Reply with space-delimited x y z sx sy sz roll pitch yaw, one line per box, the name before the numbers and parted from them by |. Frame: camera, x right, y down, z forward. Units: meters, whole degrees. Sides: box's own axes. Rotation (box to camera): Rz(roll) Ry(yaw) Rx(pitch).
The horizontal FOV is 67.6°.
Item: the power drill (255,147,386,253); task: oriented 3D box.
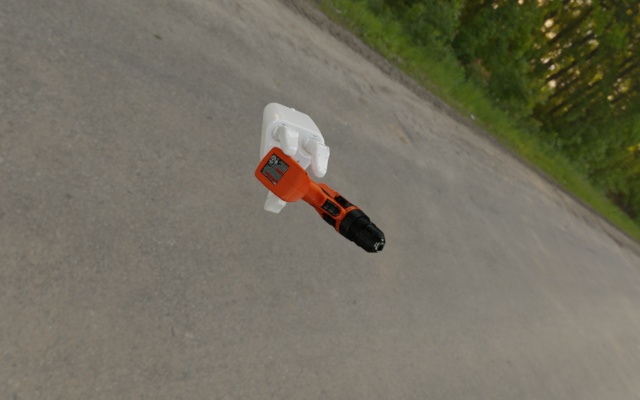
power drill | 0.000 0.002 0.729 0.188 0.057 0.184 35 2 -46
